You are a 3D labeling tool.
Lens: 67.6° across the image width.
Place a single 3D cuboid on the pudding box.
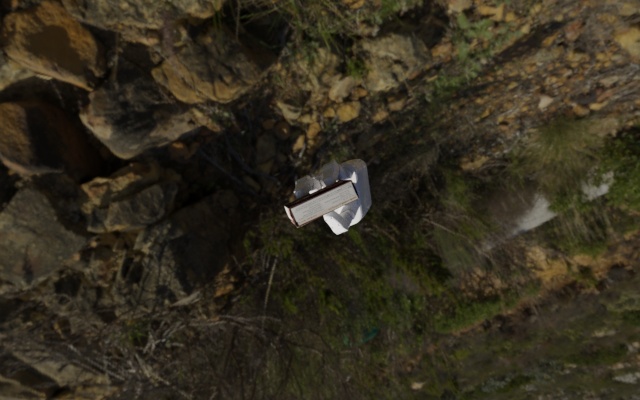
[{"bbox_3d":[0.000,0.003,0.787,0.113,0.039,0.090,-27,5,-7],"label":"pudding box"}]
